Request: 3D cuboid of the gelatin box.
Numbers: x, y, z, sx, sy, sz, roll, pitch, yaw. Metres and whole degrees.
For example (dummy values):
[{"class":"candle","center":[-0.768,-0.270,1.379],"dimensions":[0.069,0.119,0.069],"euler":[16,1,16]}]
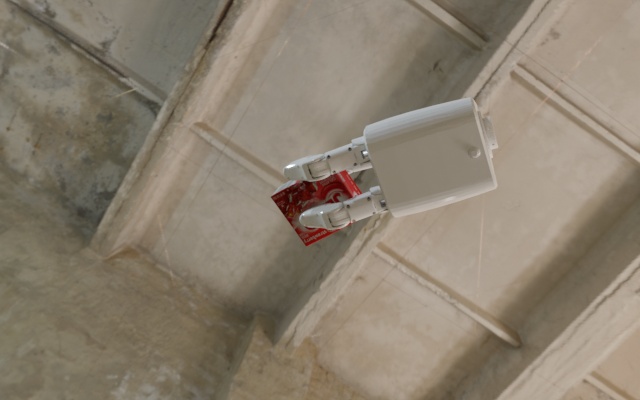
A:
[{"class":"gelatin box","center":[0.000,0.002,0.536],"dimensions":[0.089,0.073,0.030],"euler":[-28,14,30]}]
